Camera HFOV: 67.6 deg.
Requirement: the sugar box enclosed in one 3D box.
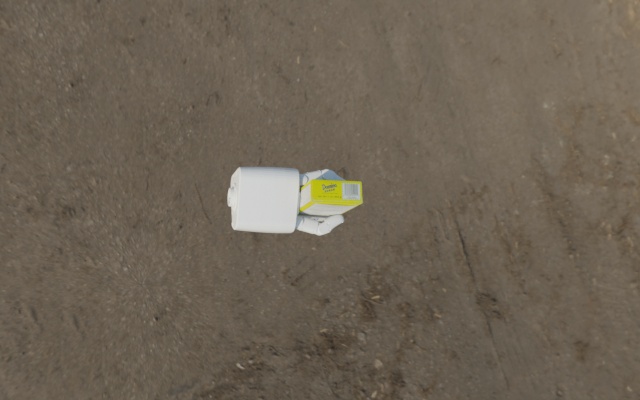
[{"bbox_3d":[0.000,0.002,0.869,0.093,0.048,0.176,3,-10,-20],"label":"sugar box"}]
